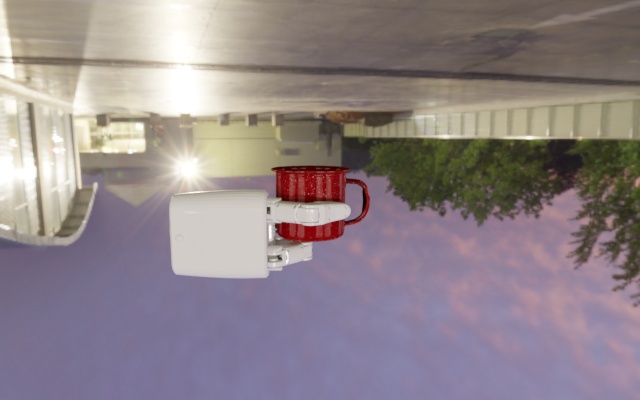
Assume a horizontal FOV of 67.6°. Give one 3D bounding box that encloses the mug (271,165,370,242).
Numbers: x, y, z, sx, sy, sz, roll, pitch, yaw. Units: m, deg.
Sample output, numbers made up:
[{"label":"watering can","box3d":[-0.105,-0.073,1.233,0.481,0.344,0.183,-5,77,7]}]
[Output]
[{"label":"mug","box3d":[0.002,0.002,0.568,0.117,0.081,0.093,0,8,0]}]
